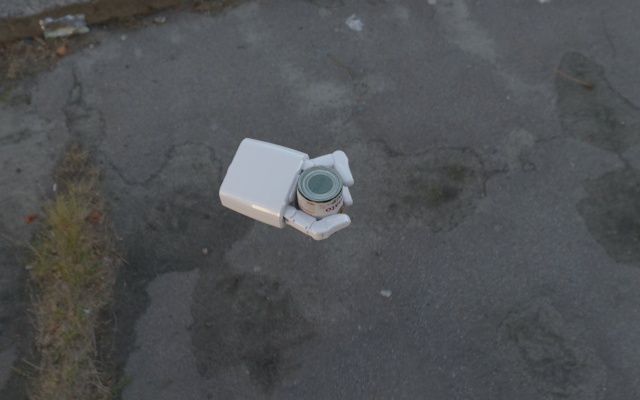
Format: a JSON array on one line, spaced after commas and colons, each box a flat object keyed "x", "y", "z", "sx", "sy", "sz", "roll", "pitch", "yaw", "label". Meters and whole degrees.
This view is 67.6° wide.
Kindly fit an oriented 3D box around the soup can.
[{"x": 0.001, "y": 0.002, "z": 0.722, "sx": 0.068, "sy": 0.068, "sz": 0.102, "roll": 0, "pitch": -34, "yaw": 1, "label": "soup can"}]
